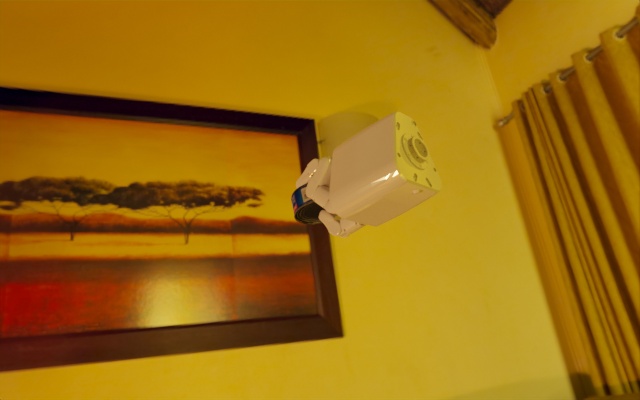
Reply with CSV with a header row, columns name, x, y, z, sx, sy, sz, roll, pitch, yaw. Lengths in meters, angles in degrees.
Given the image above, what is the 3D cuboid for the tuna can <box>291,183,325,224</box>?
name,x,y,z,sx,sy,sz,roll,pitch,yaw
tuna can,0.000,0.002,0.709,0.086,0.033,0.086,-11,-25,-5
